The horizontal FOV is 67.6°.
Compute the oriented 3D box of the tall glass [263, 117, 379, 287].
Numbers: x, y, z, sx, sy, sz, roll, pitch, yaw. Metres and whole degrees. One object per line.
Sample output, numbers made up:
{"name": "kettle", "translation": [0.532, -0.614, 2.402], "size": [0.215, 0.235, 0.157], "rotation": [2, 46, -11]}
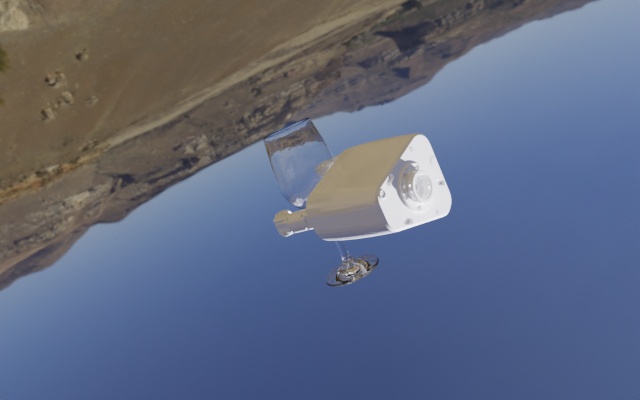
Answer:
{"name": "tall glass", "translation": [0.000, 0.003, 0.590], "size": [0.079, 0.201, 0.079], "rotation": [-24, 12, 6]}
